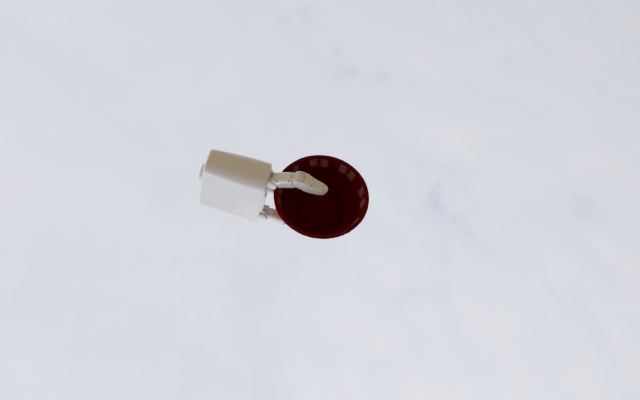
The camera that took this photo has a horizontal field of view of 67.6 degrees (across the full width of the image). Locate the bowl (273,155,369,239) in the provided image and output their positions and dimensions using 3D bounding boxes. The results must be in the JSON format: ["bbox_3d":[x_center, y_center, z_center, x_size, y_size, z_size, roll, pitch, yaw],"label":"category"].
[{"bbox_3d":[0.001,0.003,0.819,0.162,0.162,0.055,0,-29,-5],"label":"bowl"}]
